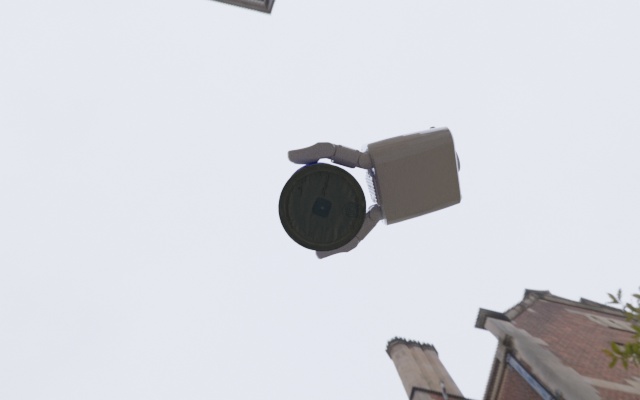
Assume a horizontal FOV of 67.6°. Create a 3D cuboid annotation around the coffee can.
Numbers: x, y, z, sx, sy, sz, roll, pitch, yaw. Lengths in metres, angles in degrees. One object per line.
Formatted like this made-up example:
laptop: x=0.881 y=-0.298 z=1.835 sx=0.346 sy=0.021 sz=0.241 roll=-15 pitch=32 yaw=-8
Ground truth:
coffee can: x=0.000 y=0.002 z=0.619 sx=0.103 sy=0.103 sz=0.140 roll=0 pitch=6 yaw=-2
